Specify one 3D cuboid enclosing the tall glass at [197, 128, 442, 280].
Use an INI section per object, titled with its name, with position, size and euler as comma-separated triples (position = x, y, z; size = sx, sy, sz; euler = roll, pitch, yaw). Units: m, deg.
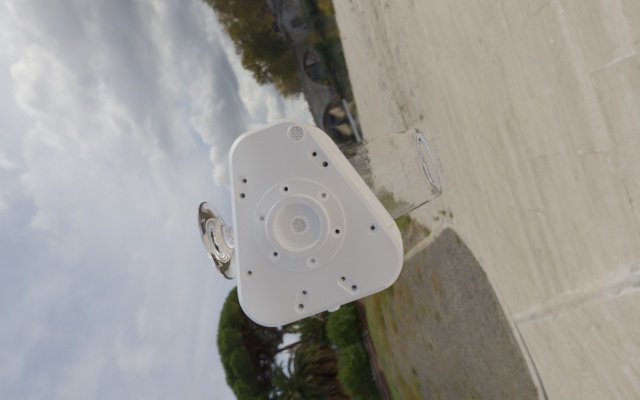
[tall glass]
position = -0.001, 0.002, 0.419
size = 0.201, 0.079, 0.079
euler = -21, -2, 5
